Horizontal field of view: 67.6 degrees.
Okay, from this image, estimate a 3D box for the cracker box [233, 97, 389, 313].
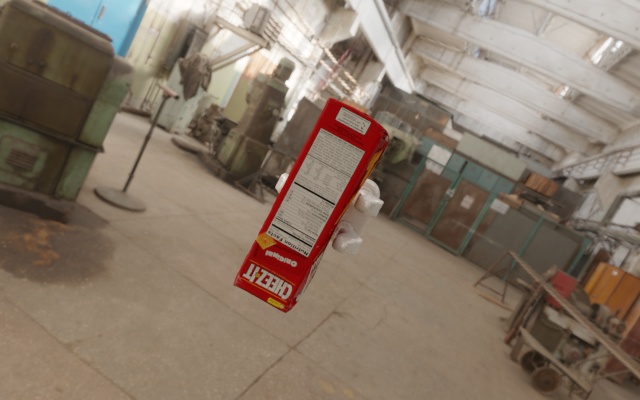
[{"bbox_3d":[0.000,0.002,0.542,0.072,0.214,0.164,29,8,5],"label":"cracker box"}]
